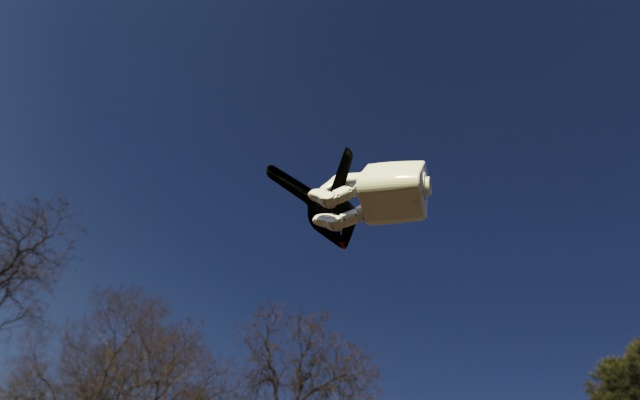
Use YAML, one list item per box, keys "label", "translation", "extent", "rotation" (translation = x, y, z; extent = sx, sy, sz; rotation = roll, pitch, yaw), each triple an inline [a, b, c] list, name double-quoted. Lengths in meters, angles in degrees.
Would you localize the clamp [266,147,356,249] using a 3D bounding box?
- label: "clamp"
  translation: [0.001, 0.003, 0.876]
  extent: [0.164, 0.210, 0.036]
  rotation: [-4, 35, 21]
